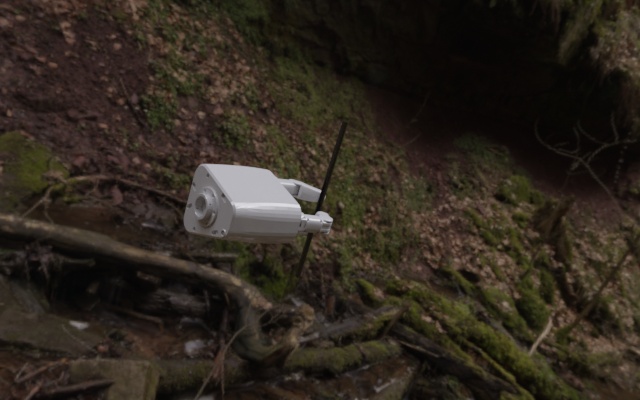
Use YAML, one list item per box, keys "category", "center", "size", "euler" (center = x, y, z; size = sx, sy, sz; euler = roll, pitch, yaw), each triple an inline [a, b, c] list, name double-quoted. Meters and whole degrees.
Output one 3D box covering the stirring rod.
- category: "stirring rod"
  center: [0.000, 0.002, 0.698]
  size: [0.011, 0.239, 0.011]
  euler: [16, 11, -3]
